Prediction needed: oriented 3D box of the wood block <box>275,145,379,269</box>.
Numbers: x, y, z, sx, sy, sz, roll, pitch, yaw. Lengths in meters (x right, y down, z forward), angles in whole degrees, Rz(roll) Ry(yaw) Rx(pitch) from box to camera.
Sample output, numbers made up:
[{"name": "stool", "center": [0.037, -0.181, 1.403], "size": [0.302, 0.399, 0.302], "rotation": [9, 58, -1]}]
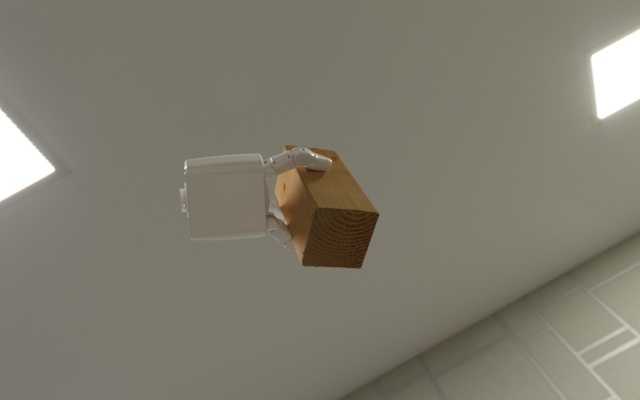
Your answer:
[{"name": "wood block", "center": [0.000, 0.002, 0.704], "size": [0.090, 0.091, 0.206], "rotation": [5, 27, -19]}]
